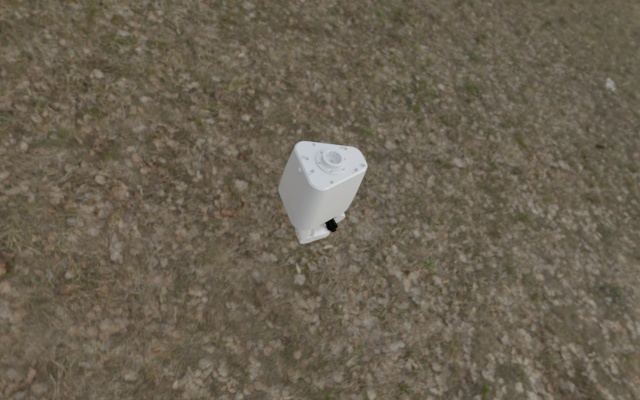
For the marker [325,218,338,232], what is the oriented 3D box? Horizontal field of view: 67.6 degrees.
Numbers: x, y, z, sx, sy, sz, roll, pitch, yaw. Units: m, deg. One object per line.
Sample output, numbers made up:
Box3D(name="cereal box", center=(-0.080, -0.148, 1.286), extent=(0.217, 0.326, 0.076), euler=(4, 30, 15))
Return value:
Box3D(name="marker", center=(0.000, 0.003, 0.831), extent=(0.020, 0.121, 0.020), euler=(-20, -28, -11))
